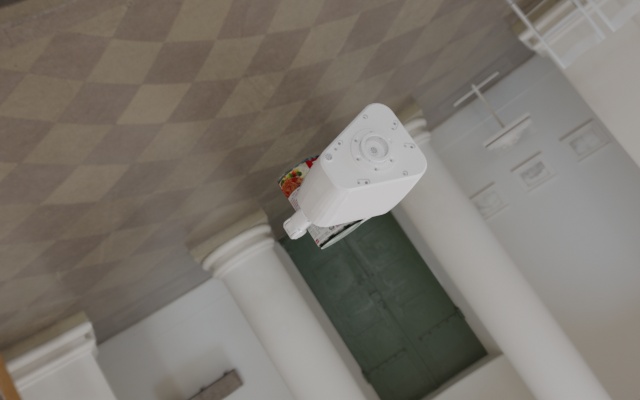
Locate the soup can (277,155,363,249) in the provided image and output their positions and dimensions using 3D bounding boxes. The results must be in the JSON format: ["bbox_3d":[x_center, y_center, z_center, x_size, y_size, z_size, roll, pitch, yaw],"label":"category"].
[{"bbox_3d":[0.000,0.002,0.611,0.068,0.102,0.068,-33,-10,-6],"label":"soup can"}]
